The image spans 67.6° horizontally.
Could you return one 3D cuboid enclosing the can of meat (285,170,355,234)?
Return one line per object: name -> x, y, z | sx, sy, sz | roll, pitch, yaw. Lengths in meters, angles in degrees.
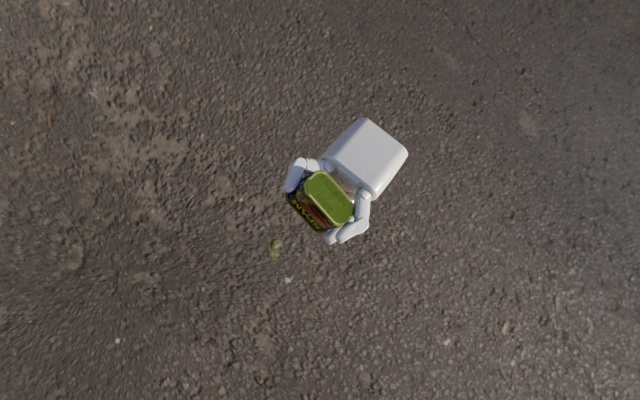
can of meat -> 0.000, 0.003, 0.788 | 0.057, 0.102, 0.084 | -46, 10, -23
